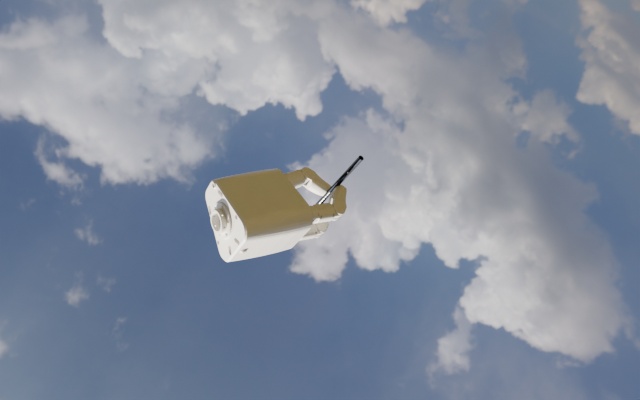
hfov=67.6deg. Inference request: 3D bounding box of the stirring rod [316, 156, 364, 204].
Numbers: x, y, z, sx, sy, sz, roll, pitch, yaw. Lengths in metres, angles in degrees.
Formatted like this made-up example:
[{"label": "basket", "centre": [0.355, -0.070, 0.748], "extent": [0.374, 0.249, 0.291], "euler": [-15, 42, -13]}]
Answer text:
[{"label": "stirring rod", "centre": [0.000, 0.002, 0.751], "extent": [0.011, 0.011, 0.240], "euler": [0, -31, -33]}]
